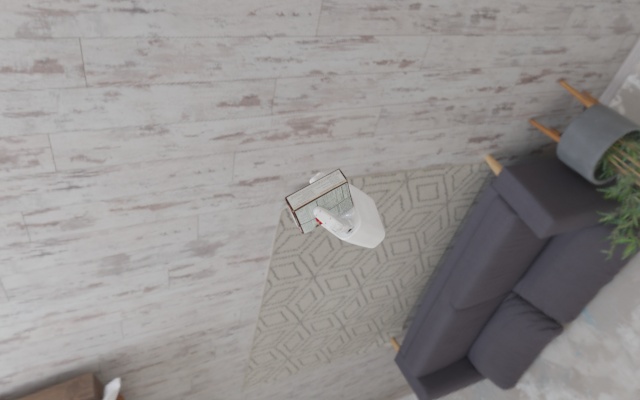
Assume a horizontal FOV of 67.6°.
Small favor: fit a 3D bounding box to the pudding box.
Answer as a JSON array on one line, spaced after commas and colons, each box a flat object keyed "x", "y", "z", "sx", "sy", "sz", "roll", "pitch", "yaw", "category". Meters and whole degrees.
[{"x": 0.000, "y": 0.003, "z": 0.859, "sx": 0.113, "sy": 0.039, "sz": 0.090, "roll": -30, "pitch": -33, "yaw": -8, "category": "pudding box"}]
